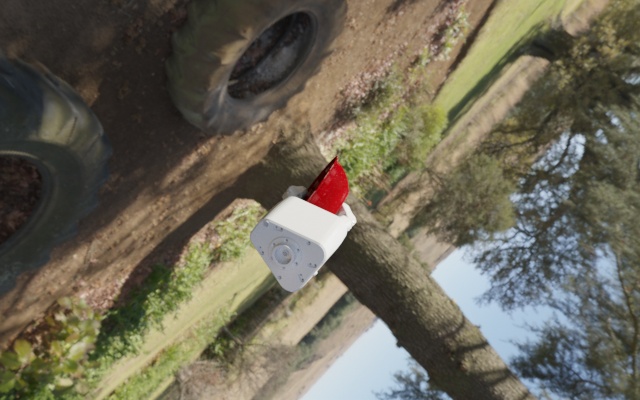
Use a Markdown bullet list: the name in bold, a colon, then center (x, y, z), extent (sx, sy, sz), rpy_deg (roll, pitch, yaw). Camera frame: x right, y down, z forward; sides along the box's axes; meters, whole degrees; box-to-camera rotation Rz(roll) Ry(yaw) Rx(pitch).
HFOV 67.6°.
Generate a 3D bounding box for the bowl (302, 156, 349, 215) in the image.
- **bowl**: center (0.001, 0.002, 0.824), extent (0.055, 0.162, 0.162), rpy_deg (37, -5, -6)
